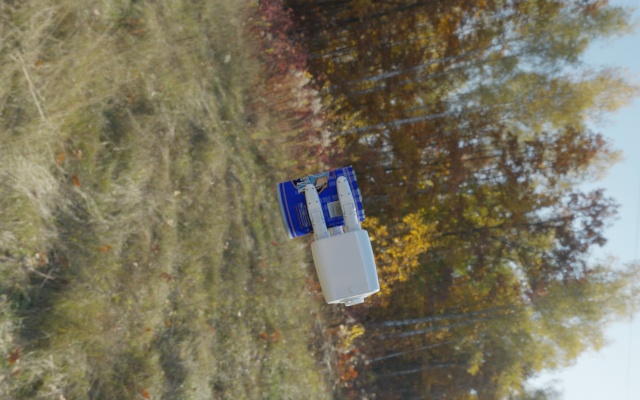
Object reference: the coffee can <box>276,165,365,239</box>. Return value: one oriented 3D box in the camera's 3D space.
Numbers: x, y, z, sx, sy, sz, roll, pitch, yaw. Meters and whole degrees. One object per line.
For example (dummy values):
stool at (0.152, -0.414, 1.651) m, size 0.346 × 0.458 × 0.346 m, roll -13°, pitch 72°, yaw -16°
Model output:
coffee can at (0.000, 0.003, 0.855) m, size 0.140 × 0.103 × 0.103 m, roll -14°, pitch 0°, yaw 1°
